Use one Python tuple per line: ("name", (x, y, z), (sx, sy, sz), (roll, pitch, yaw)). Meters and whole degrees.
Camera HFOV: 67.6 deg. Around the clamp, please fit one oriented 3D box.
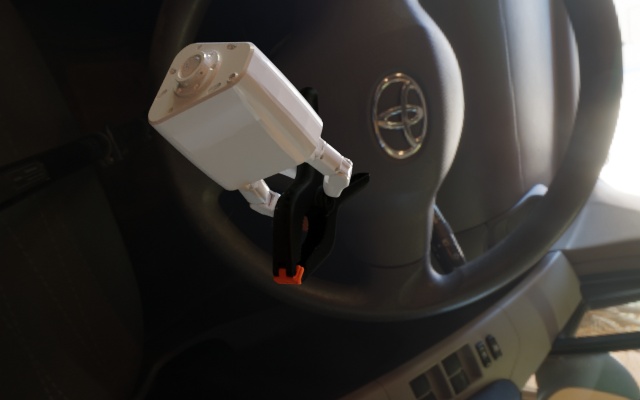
("clamp", (0.001, 0.002, 0.538), (0.036, 0.210, 0.165), (-5, -31, 34))
